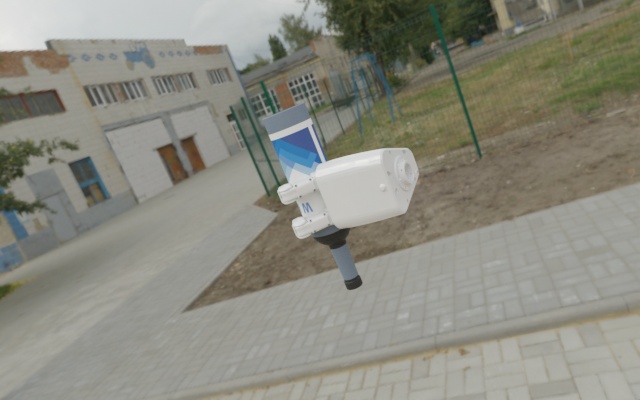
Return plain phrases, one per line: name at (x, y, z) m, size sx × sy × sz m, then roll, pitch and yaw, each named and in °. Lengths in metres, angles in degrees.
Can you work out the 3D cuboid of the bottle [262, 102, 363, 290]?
bottle at (0.000, 0.002, 0.726) m, size 0.069 × 0.296 × 0.069 m, roll -21°, pitch 12°, yaw 5°
